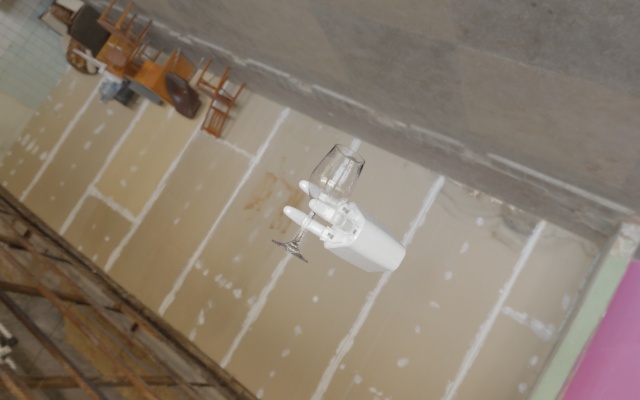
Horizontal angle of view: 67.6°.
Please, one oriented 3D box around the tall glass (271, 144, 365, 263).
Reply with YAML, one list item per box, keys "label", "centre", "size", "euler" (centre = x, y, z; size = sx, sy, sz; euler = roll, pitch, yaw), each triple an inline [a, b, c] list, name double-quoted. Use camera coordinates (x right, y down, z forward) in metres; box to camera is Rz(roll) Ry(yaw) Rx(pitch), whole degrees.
- label: "tall glass"
  centre: [0.000, 0.003, 0.821]
  size: [0.079, 0.201, 0.079]
  euler: [31, -5, 3]
